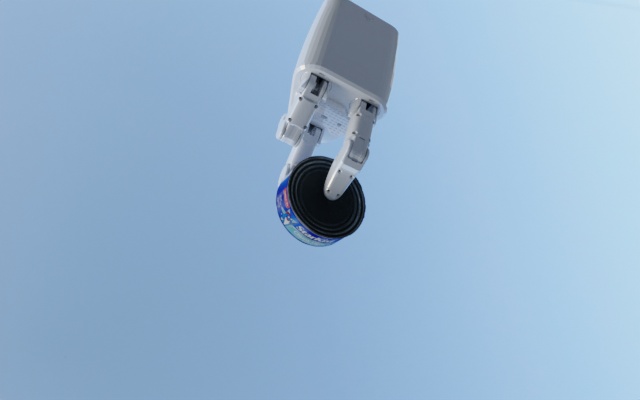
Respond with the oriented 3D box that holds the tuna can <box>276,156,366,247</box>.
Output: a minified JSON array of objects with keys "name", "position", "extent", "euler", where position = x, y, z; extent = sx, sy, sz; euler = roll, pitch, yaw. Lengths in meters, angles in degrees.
[{"name":"tuna can","position":[0.000,0.002,0.471],"extent":[0.086,0.086,0.034],"euler":[0,-21,-31]}]
